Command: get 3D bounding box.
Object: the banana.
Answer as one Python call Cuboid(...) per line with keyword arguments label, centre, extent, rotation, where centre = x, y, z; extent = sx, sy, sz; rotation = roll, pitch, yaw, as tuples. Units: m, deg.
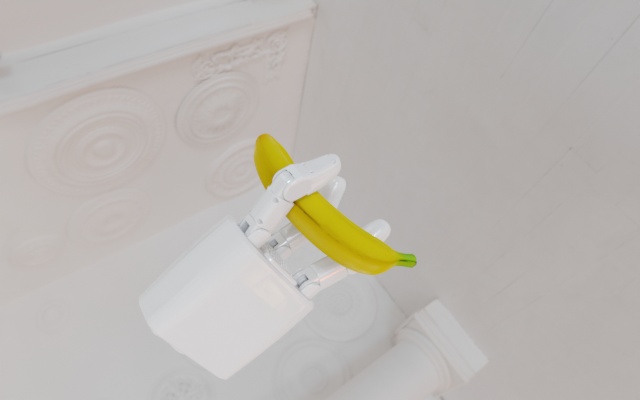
Cuboid(label="banana", centre=(-0.006, 0.005, 0.430), extent=(0.197, 0.037, 0.069), rotation=(42, 21, 17))
